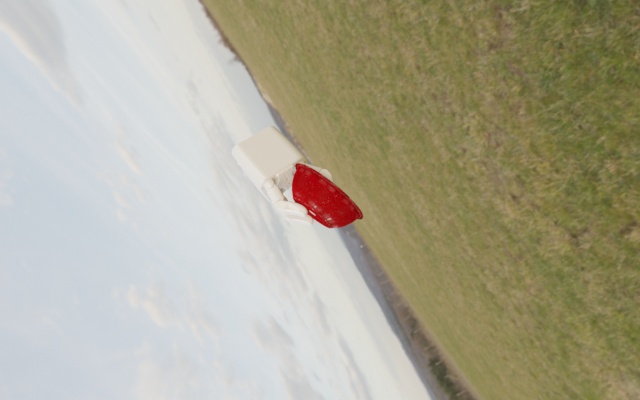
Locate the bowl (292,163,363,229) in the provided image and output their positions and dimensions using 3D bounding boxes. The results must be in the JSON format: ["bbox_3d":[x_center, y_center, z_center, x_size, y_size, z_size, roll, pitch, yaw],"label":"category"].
[{"bbox_3d":[0.001,0.004,0.887,0.162,0.055,0.162,37,-10,8],"label":"bowl"}]
